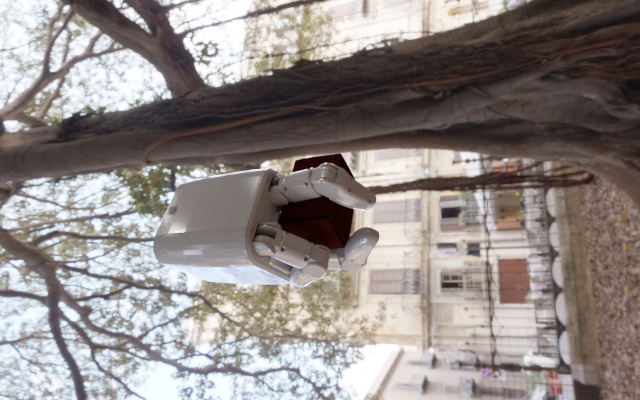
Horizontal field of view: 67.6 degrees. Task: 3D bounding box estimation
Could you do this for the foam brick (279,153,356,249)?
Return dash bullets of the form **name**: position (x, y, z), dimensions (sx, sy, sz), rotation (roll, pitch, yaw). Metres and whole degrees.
- **foam brick**: position (0.000, 0.001, 0.460), dimensions (0.051, 0.078, 0.053), rotation (-6, -40, 24)
